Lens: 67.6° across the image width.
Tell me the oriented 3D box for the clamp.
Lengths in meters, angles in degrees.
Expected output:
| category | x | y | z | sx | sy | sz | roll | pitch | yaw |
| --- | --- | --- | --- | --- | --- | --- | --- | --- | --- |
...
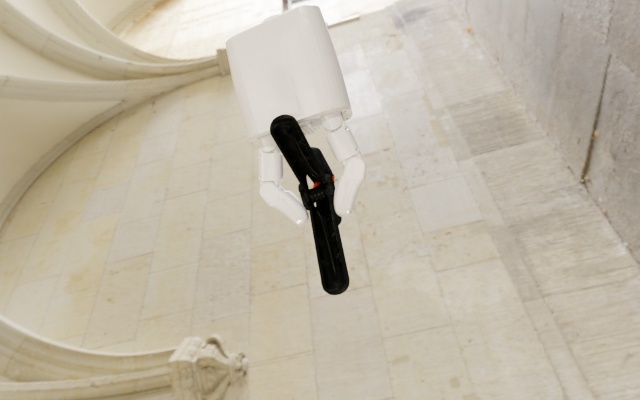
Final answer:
| category | x | y | z | sx | sy | sz | roll | pitch | yaw |
| --- | --- | --- | --- | --- | --- | --- | --- | --- | --- |
| clamp | -0.001 | 0.002 | 0.500 | 0.036 | 0.164 | 0.210 | -16 | 1 | 7 |
